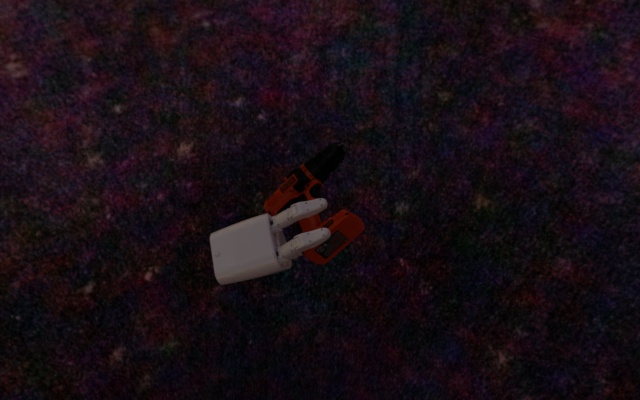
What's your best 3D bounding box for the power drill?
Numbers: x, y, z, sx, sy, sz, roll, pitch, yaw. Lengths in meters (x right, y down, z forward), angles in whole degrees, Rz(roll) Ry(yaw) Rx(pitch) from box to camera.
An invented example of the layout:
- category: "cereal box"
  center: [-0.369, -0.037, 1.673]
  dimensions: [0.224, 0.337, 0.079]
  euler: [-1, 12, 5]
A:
- category: "power drill"
  center: [0.000, 0.003, 0.815]
  dimensions: [0.057, 0.184, 0.187]
  euler: [38, 12, -41]
